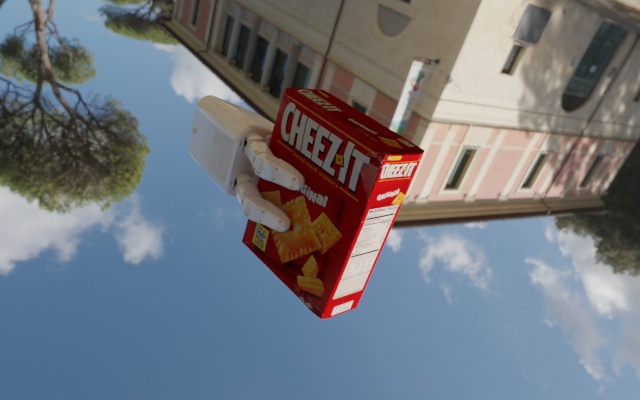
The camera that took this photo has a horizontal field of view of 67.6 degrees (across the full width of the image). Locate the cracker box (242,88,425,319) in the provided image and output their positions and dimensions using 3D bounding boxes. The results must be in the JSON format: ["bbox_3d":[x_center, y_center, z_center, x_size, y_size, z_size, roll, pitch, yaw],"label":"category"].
[{"bbox_3d":[0.000,0.002,0.550,0.072,0.214,0.164,-10,38,-44],"label":"cracker box"}]
